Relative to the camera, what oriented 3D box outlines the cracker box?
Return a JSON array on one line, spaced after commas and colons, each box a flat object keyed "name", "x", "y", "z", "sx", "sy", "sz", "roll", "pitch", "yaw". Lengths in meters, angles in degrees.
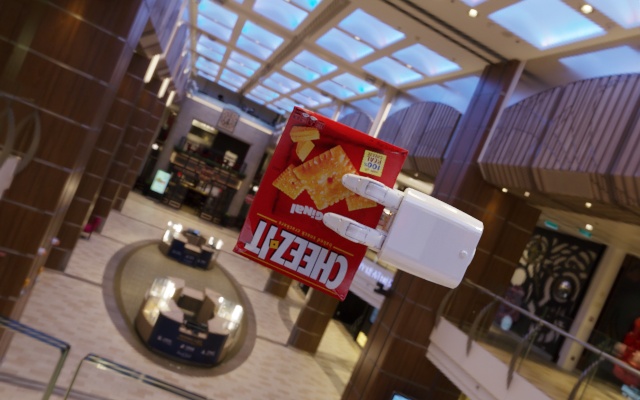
[{"name": "cracker box", "x": 0.000, "y": 0.002, "z": 0.643, "sx": 0.164, "sy": 0.213, "sz": 0.072, "roll": 23, "pitch": 1, "yaw": 4}]
